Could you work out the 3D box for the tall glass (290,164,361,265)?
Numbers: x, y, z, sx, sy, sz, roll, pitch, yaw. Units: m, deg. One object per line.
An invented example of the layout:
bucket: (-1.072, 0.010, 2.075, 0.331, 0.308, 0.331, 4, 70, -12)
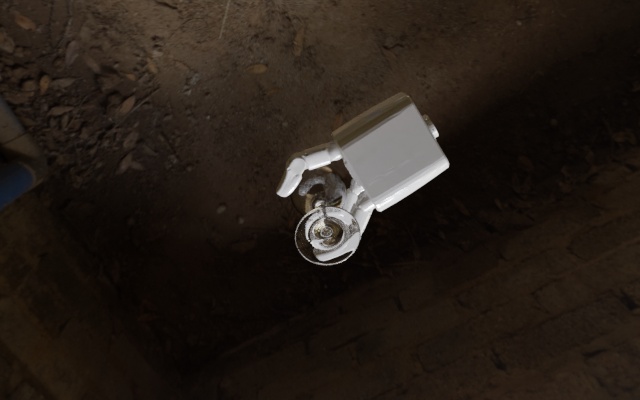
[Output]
tall glass: (0.000, 0.002, 0.624, 0.079, 0.079, 0.201, 0, 23, -6)
